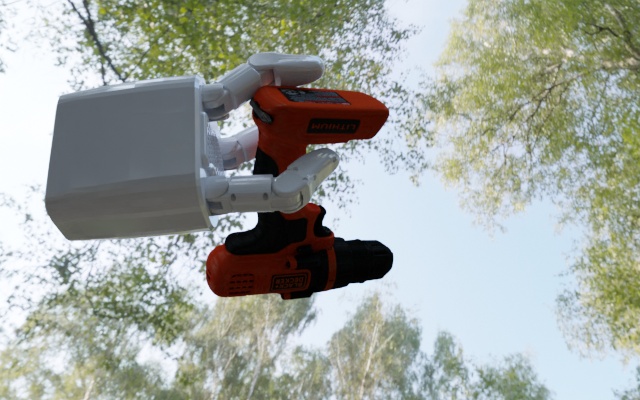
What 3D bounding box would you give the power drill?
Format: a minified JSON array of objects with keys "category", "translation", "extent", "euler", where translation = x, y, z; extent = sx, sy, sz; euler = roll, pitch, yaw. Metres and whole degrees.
[{"category":"power drill","translation":[0.000,0.001,0.414],"extent":[0.184,0.188,0.057],"euler":[-2,28,-26]}]
